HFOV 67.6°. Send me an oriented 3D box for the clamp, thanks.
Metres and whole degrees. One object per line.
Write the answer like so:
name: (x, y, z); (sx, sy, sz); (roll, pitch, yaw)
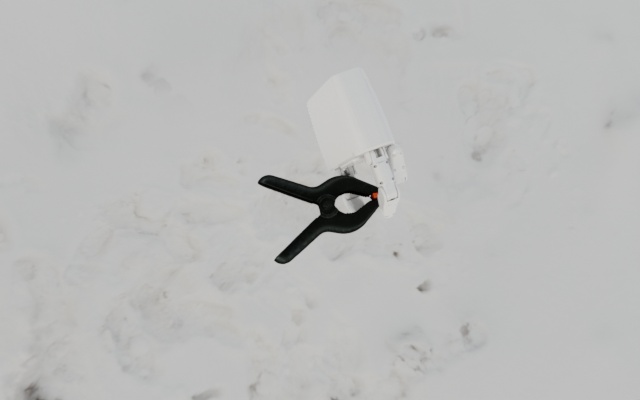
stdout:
clamp: (0.000, 0.002, 0.642); (0.171, 0.120, 0.039); (-21, -2, -8)
